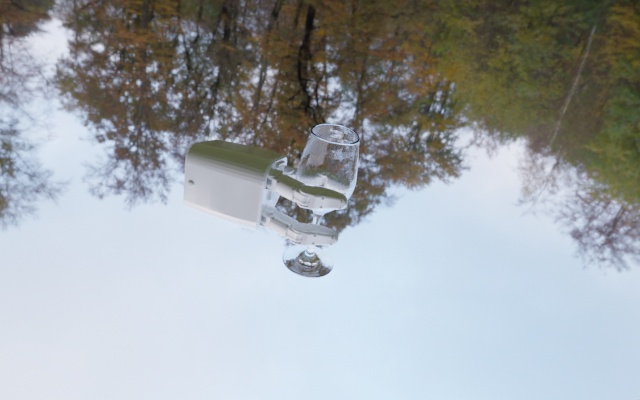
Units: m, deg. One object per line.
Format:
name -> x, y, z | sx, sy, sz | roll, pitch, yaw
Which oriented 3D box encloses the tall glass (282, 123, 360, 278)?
tall glass -> 0.000, 0.003, 0.634 | 0.079, 0.201, 0.079 | 9, 30, -5
